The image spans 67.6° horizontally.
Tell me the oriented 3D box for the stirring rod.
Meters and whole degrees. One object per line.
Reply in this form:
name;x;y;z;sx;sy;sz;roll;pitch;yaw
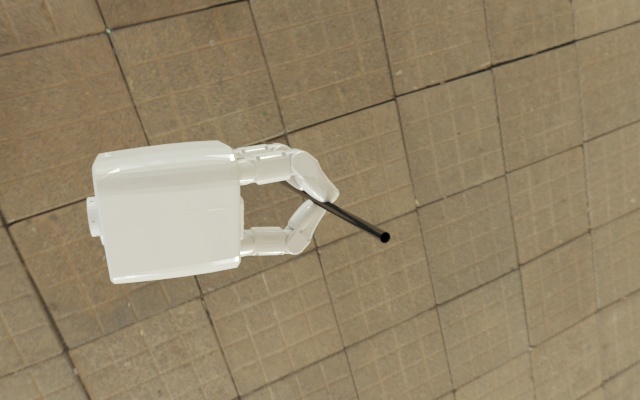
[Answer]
stirring rod;0.000;0.001;0.437;0.011;0.011;0.239;0;12;-22
